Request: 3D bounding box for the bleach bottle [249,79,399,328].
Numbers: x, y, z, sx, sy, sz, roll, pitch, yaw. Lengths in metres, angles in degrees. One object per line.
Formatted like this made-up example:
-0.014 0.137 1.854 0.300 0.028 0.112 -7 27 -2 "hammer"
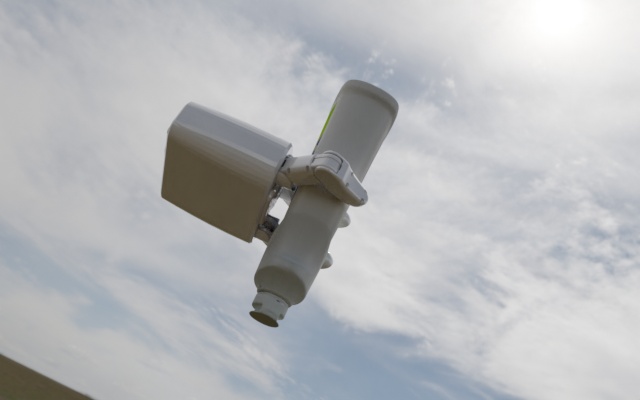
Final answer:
0.000 0.002 0.465 0.068 0.250 0.103 26 -31 0 "bleach bottle"
